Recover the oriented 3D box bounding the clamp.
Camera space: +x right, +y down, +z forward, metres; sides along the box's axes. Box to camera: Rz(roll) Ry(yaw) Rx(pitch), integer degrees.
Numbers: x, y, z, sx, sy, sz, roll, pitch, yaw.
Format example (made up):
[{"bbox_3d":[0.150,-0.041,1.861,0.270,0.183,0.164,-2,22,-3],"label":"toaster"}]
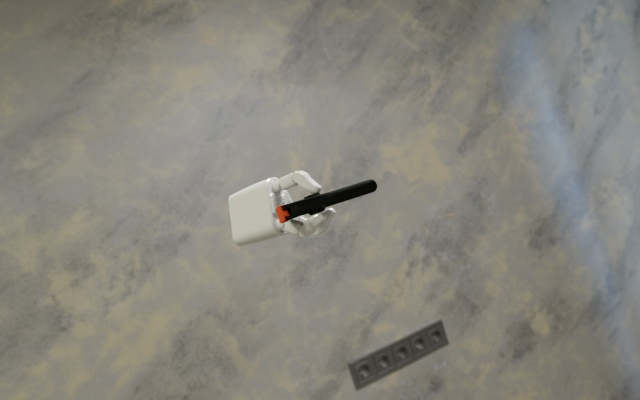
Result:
[{"bbox_3d":[-0.001,0.002,0.861,0.164,0.036,0.210,-20,-2,29],"label":"clamp"}]
